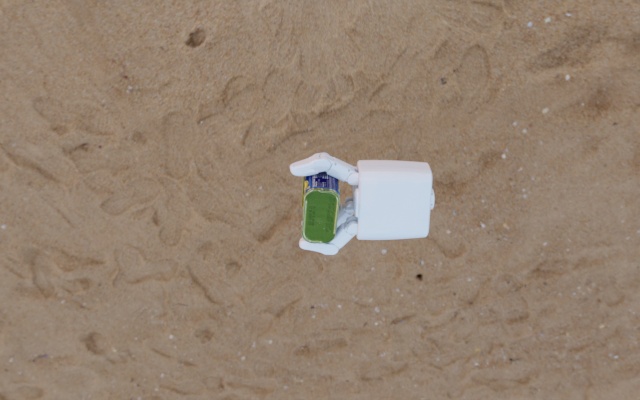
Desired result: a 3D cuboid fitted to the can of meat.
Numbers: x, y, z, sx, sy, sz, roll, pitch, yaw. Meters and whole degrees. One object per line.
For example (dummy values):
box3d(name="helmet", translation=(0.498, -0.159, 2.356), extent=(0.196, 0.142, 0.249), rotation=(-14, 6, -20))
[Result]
box3d(name="can of meat", translation=(0.000, 0.003, 0.719), extent=(0.057, 0.102, 0.084), rotation=(3, 34, -2))
